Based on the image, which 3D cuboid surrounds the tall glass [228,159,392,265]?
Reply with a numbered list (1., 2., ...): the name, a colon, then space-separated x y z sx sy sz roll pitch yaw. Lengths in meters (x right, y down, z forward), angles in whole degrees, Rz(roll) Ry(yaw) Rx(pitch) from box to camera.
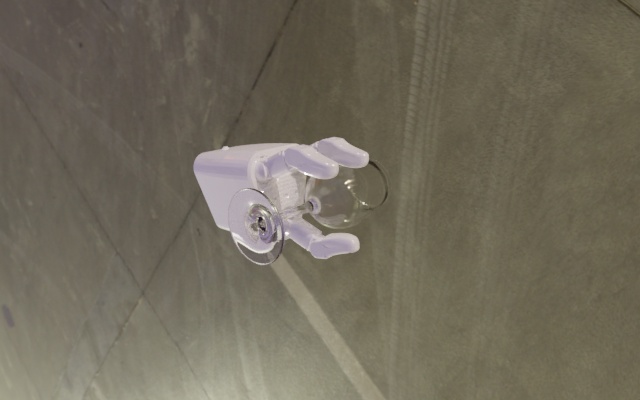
1. tall glass: 0.000 0.002 0.517 0.079 0.079 0.201 0 13 40
